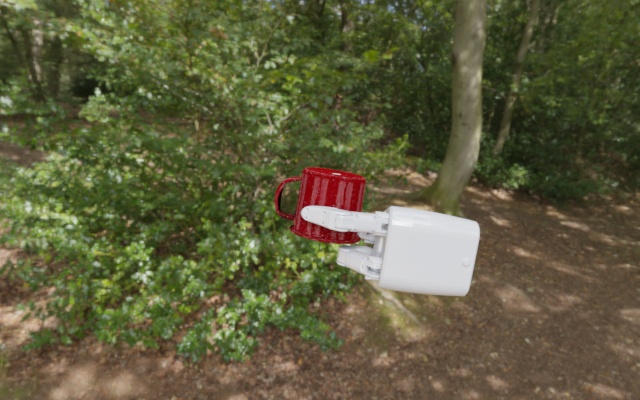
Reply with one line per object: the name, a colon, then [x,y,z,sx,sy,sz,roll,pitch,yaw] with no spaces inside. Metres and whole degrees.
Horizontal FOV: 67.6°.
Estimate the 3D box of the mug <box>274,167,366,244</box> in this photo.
mug: [-0.001,0.002,0.608,0.117,0.081,0.093,9,9,-1]
